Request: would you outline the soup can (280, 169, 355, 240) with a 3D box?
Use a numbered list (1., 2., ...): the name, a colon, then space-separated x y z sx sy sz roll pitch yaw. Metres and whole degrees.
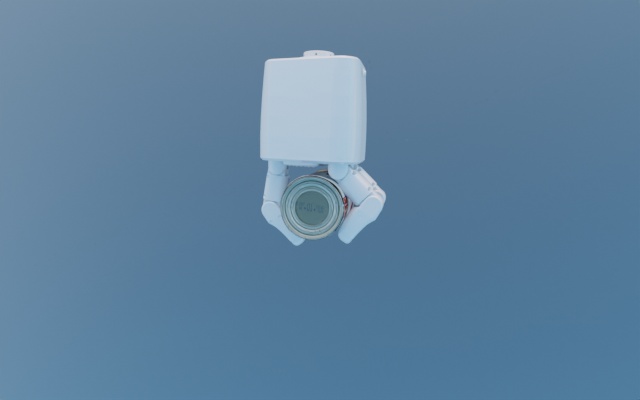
1. soup can: 0.000 0.002 0.525 0.068 0.068 0.102 0 7 10
